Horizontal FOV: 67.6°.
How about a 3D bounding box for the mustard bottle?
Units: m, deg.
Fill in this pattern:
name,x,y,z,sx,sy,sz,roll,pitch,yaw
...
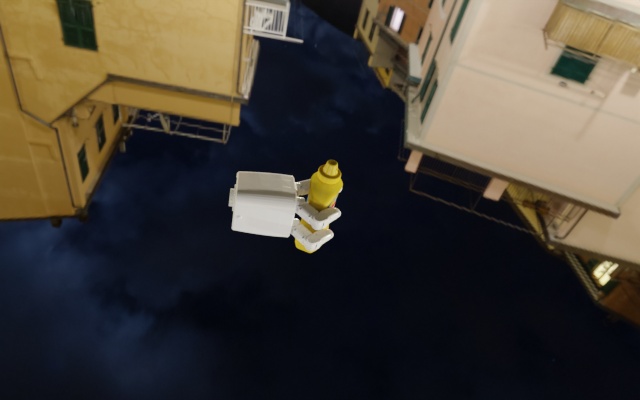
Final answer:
name,x,y,z,sx,sy,sz,roll,pitch,yaw
mustard bottle,0.000,0.003,0.886,0.058,0.192,0.096,23,42,8
